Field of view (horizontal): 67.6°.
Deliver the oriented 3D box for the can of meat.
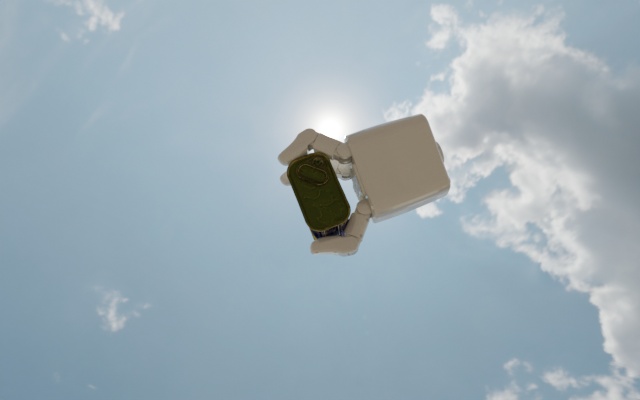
[{"bbox_3d":[0.000,0.002,0.621,0.057,0.102,0.084,-22,-21,-4],"label":"can of meat"}]
